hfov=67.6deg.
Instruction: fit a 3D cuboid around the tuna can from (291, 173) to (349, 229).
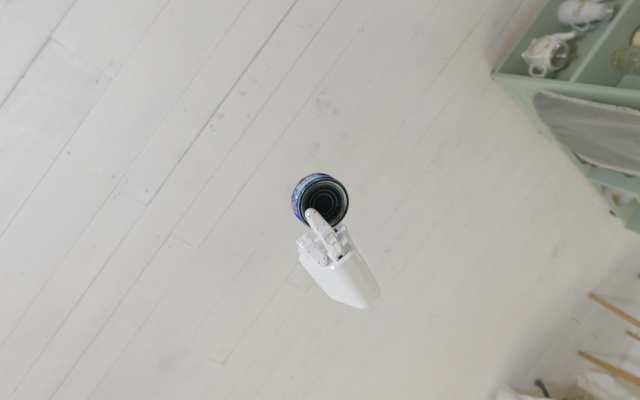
[{"bbox_3d":[0.000,0.002,0.733,0.086,0.086,0.033,0,14,-20],"label":"tuna can"}]
